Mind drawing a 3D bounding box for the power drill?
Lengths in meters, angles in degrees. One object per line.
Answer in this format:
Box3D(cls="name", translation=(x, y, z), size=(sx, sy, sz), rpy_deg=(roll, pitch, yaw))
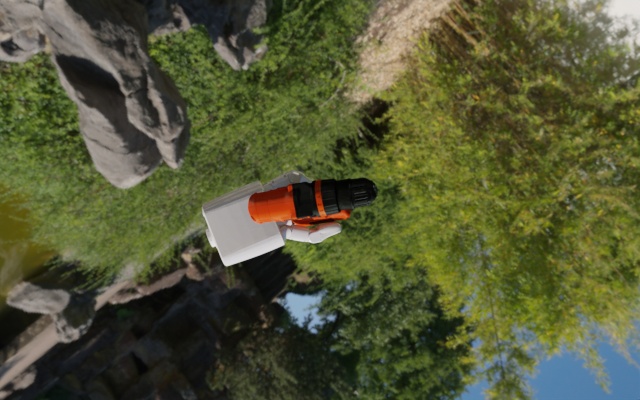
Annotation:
Box3D(cls="power drill", translation=(0.000, 0.003, 0.737), size=(0.184, 0.057, 0.187), rpy_deg=(-7, -7, 10))
